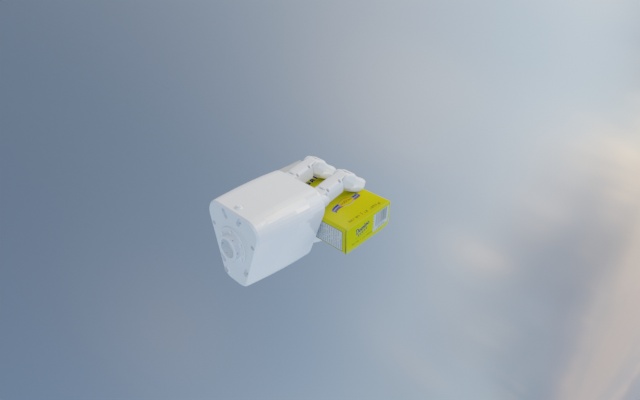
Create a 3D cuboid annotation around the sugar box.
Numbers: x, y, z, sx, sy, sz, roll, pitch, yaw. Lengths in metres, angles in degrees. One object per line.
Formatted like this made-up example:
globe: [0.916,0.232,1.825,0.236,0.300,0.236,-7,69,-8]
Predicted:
sugar box: [0.000,0.002,0.667,0.176,0.048,0.093,28,43,34]
